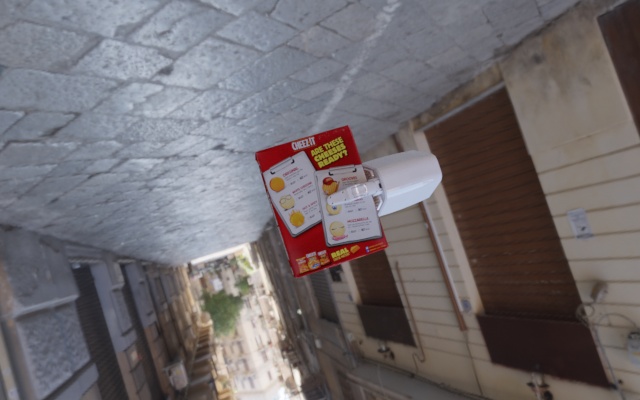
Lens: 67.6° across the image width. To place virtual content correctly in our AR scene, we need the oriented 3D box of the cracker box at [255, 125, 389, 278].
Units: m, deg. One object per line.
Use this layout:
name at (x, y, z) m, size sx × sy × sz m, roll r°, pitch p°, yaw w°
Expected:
cracker box at (0.000, 0.003, 0.799) m, size 0.164 × 0.213 × 0.072 m, roll -18°, pitch -3°, yaw -10°
